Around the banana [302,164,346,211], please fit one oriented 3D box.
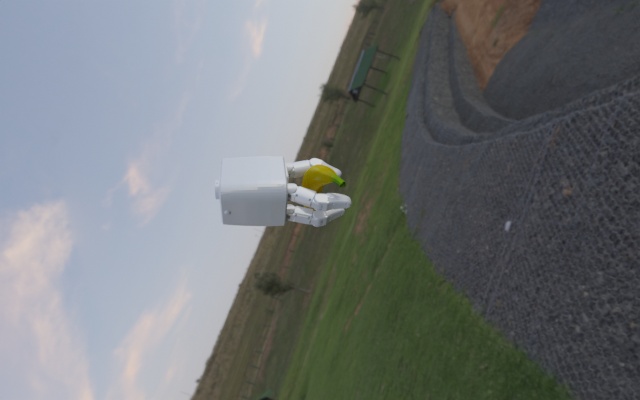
[{"bbox_3d":[-0.007,-0.015,0.827,0.037,0.069,0.198,-21,-15,-18],"label":"banana"}]
